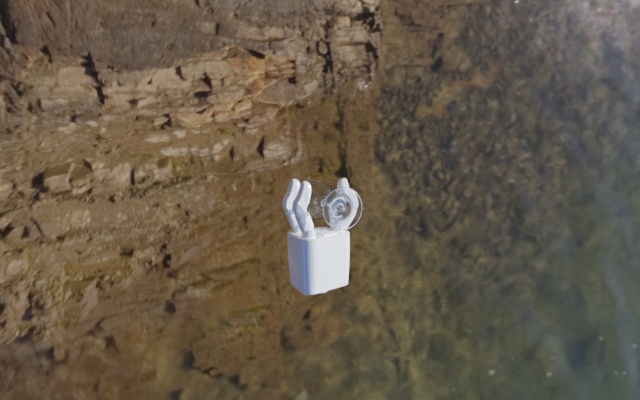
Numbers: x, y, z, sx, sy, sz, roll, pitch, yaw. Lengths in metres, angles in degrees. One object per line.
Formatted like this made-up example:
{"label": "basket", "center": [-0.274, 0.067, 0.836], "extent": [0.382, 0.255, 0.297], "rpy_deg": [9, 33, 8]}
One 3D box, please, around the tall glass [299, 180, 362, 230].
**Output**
{"label": "tall glass", "center": [0.000, 0.003, 0.899], "extent": [0.079, 0.079, 0.201], "rpy_deg": [0, 7, -23]}
